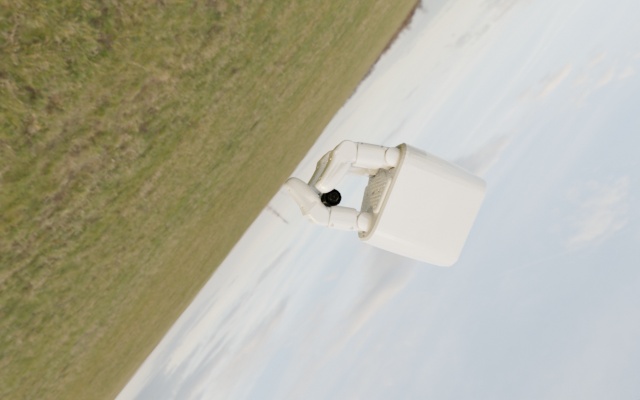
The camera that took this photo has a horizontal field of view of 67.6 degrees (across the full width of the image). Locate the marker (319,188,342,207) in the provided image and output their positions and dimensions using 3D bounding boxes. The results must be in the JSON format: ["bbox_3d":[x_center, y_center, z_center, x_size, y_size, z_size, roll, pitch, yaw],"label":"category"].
[{"bbox_3d":[0.000,0.002,0.543,0.020,0.020,0.121,0,-6,-14],"label":"marker"}]
